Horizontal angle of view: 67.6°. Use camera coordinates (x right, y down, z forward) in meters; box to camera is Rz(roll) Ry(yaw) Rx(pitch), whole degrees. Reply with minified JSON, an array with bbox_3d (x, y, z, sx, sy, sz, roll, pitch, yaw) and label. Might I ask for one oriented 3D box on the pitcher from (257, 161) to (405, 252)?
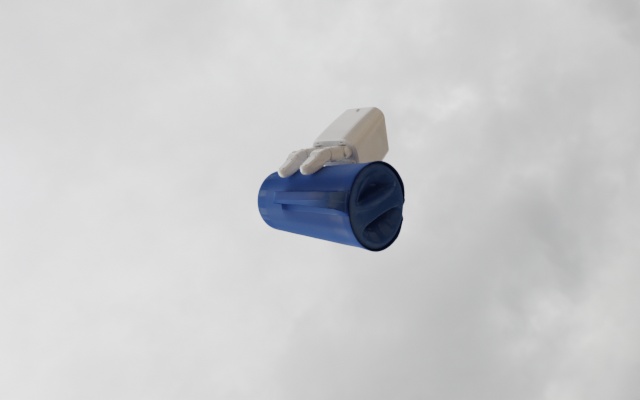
[{"bbox_3d":[0.000,0.002,0.772,0.243,0.149,0.145,3,44,46],"label":"pitcher"}]
